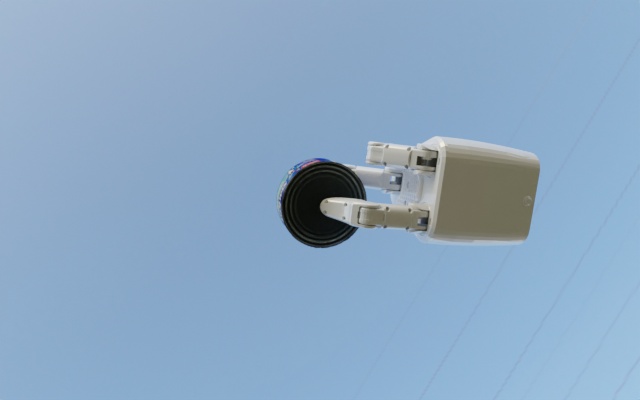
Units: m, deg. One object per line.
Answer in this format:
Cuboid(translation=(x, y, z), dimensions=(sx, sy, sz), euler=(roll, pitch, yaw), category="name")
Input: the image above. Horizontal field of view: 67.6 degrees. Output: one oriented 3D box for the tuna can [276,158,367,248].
Cuboid(translation=(0.000, 0.001, 0.473), dimensions=(0.086, 0.086, 0.033), euler=(0, 12, -16), category="tuna can")
